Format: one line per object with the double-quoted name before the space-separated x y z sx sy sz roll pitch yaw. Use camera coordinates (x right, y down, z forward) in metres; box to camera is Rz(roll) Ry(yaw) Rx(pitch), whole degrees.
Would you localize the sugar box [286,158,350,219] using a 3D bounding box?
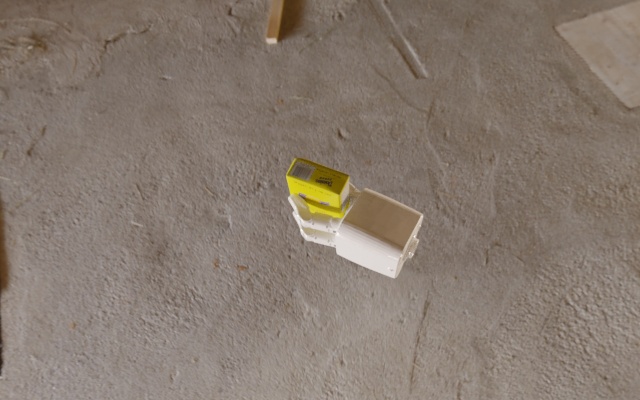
"sugar box" 0.000 0.003 0.802 0.093 0.048 0.176 21 -27 15
